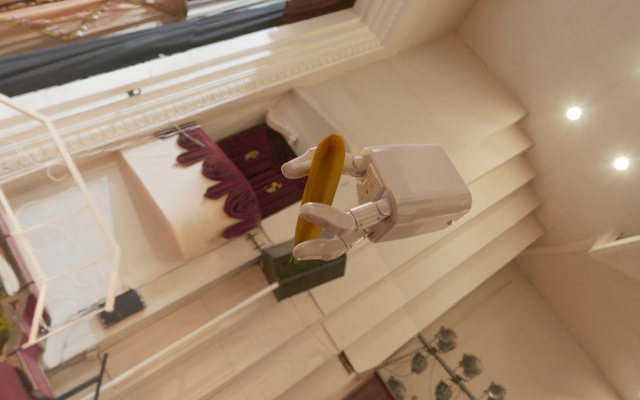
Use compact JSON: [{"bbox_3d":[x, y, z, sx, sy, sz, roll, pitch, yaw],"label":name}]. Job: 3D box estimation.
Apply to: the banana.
[{"bbox_3d":[0.000,-0.008,0.554,0.037,0.198,0.069,11,41,-6],"label":"banana"}]
